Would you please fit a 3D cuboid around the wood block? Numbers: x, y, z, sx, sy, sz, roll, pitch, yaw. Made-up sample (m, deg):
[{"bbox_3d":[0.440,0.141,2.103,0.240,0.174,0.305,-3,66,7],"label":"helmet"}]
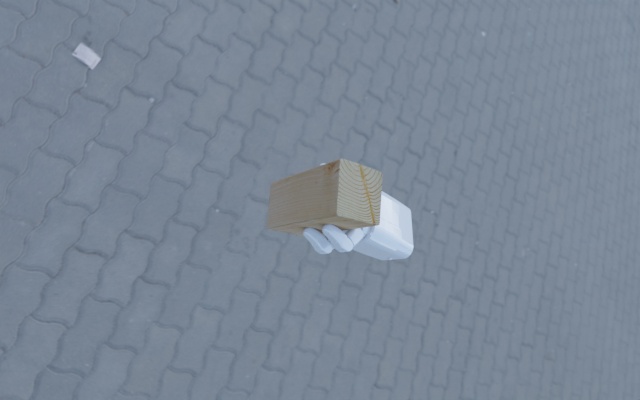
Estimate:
[{"bbox_3d":[0.001,0.002,0.810,0.090,0.090,0.206,15,-17,-34],"label":"wood block"}]
